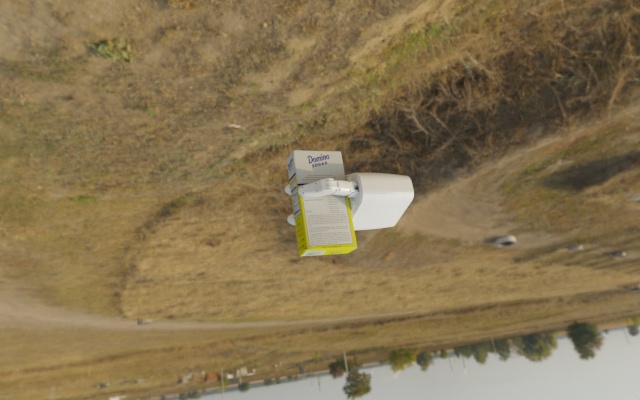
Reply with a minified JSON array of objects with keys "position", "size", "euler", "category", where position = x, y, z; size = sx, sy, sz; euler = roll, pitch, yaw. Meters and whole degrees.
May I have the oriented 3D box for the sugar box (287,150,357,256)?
[{"position":[0.000,0.003,0.813],"size":[0.093,0.176,0.048],"euler":[0,-21,-23],"category":"sugar box"}]
